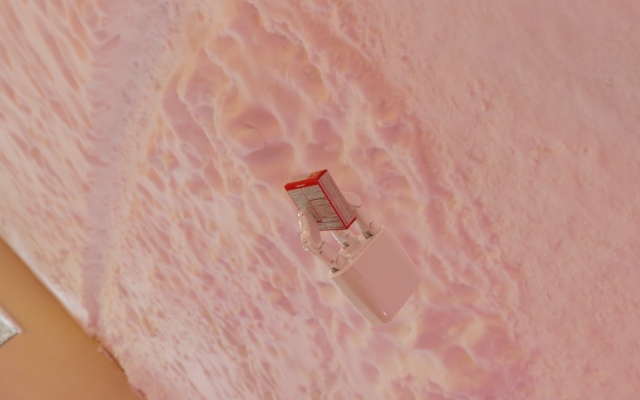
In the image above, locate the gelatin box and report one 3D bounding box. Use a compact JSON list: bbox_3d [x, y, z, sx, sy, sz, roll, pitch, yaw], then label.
[{"bbox_3d":[0.000,0.002,0.683,0.073,0.089,0.030,-9,31,48],"label":"gelatin box"}]
